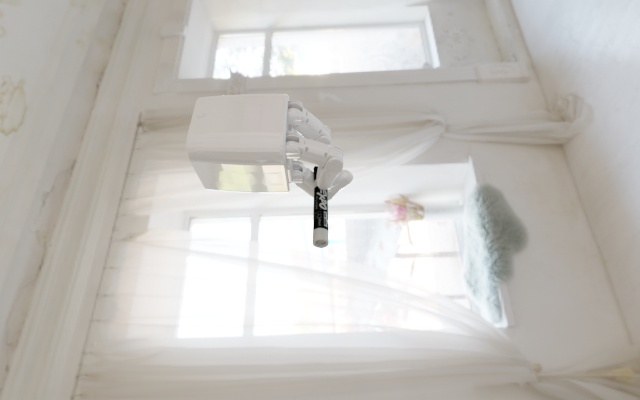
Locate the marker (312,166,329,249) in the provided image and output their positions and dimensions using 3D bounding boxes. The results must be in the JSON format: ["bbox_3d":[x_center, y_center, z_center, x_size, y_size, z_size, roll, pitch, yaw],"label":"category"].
[{"bbox_3d":[0.000,0.002,0.562,0.020,0.121,0.020,0,-40,0],"label":"marker"}]
